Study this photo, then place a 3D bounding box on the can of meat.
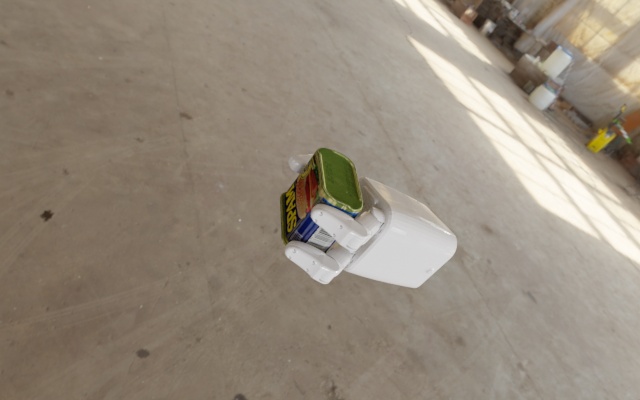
[{"bbox_3d":[0.000,0.001,0.533,0.057,0.084,0.102,22,35,-24],"label":"can of meat"}]
